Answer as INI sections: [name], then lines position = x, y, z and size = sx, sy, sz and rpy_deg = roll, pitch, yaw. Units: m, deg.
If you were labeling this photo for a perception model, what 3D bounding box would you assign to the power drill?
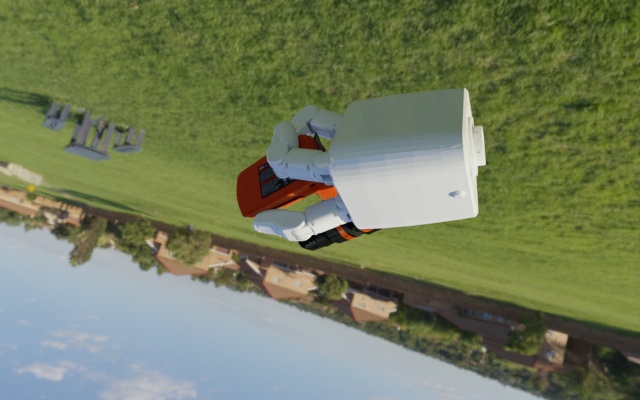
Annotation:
[power drill]
position = 0.000, 0.002, 0.532
size = 0.184, 0.057, 0.188
rpy_deg = -29, -28, 31
